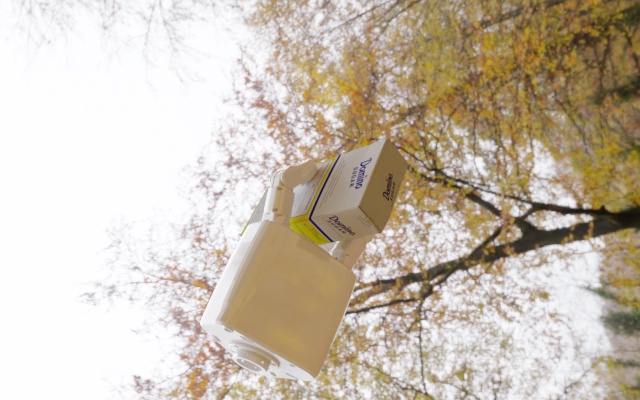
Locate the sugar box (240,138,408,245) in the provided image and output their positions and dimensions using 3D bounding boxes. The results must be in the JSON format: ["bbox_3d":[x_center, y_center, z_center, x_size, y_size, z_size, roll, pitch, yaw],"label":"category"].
[{"bbox_3d":[0.000,0.002,0.502,0.176,0.093,0.048,-12,-50,42],"label":"sugar box"}]
